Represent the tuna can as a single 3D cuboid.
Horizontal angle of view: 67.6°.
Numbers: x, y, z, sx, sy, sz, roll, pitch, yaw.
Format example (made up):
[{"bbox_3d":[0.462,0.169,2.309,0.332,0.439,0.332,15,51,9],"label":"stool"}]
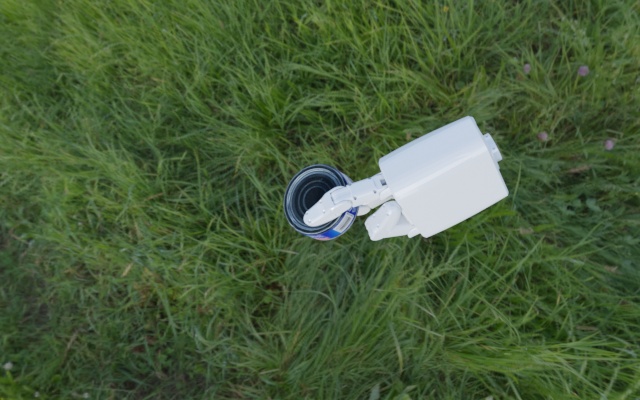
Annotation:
[{"bbox_3d":[0.000,0.002,0.559,0.086,0.086,0.034,0,-13,28],"label":"tuna can"}]
